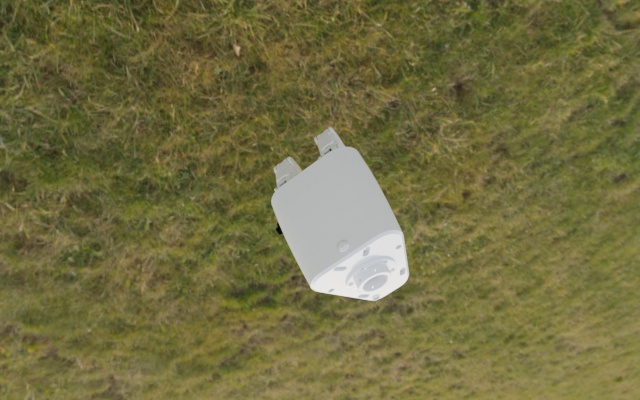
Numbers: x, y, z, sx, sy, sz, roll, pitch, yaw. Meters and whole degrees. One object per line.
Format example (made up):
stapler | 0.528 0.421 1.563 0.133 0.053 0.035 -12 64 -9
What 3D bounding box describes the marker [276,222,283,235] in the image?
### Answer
marker | 0.000 0.002 0.532 0.121 0.020 0.020 -35 -8 11
